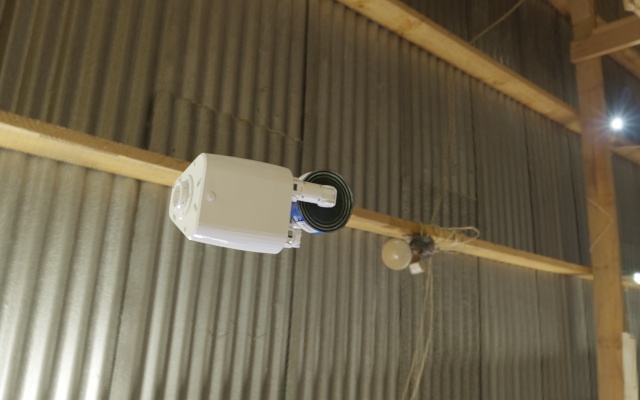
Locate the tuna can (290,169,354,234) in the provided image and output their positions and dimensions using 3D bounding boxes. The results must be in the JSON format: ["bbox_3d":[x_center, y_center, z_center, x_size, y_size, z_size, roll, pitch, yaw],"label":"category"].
[{"bbox_3d":[0.000,0.002,0.642,0.086,0.086,0.034,0,-6,-31],"label":"tuna can"}]
